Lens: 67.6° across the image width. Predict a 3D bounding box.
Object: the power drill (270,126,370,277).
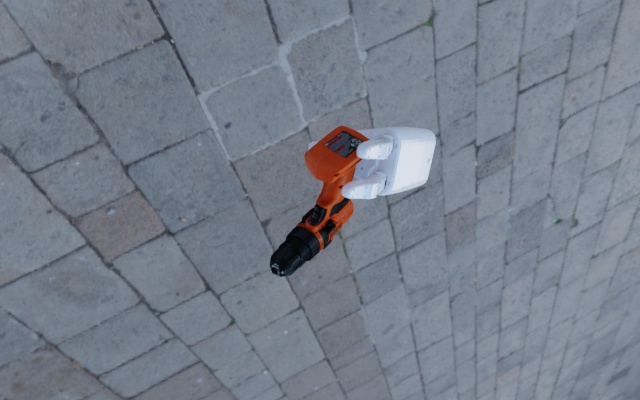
[{"bbox_3d":[0.000,0.002,0.663,0.057,0.188,0.184,32,46,15],"label":"power drill"}]
